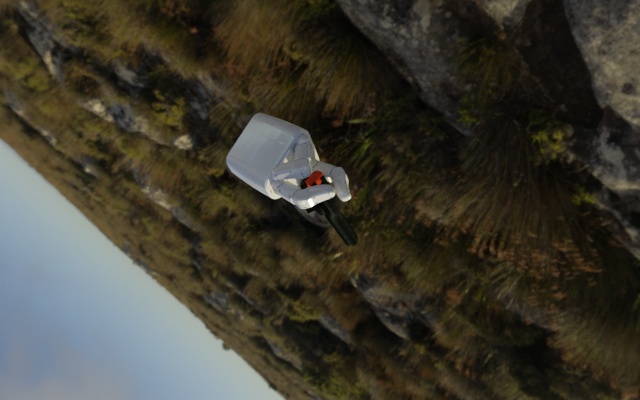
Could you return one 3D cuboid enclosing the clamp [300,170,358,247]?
[{"bbox_3d":[0.000,0.003,0.789,0.120,0.039,0.172,29,-23,35],"label":"clamp"}]
